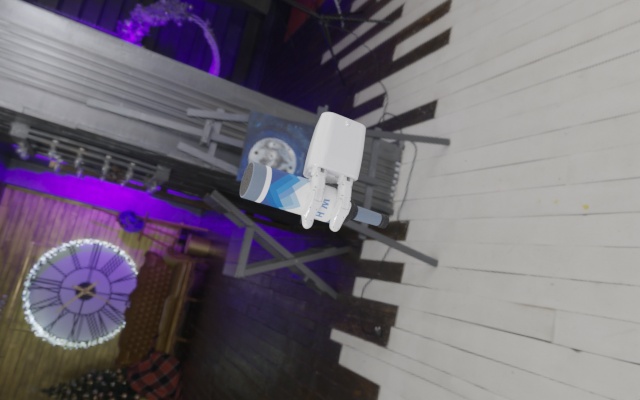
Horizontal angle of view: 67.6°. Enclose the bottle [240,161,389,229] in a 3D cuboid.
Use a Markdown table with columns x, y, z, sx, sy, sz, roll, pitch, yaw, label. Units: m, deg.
| x | y | z | sx | sy | sz | roll | pitch | yaw | label |
| --- | --- | --- | --- | --- | --- | --- | --- | --- | --- |
| 0.000 | 0.003 | 0.891 | 0.296 | 0.069 | 0.069 | 17 | -7 | -23 | bottle |
